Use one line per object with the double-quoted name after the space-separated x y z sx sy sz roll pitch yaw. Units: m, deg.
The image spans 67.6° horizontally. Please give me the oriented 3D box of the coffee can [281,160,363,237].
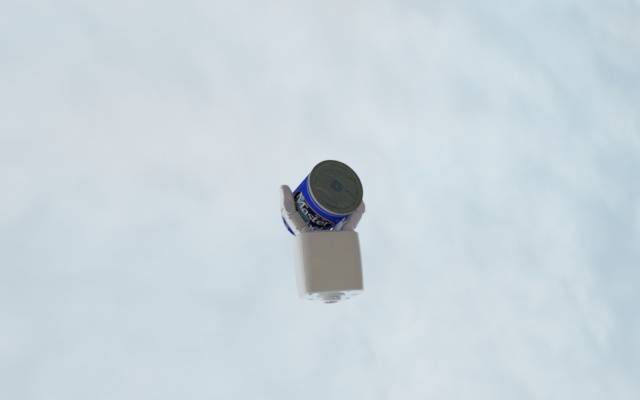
0.000 0.003 0.868 0.103 0.102 0.140 0 -23 -26 "coffee can"
